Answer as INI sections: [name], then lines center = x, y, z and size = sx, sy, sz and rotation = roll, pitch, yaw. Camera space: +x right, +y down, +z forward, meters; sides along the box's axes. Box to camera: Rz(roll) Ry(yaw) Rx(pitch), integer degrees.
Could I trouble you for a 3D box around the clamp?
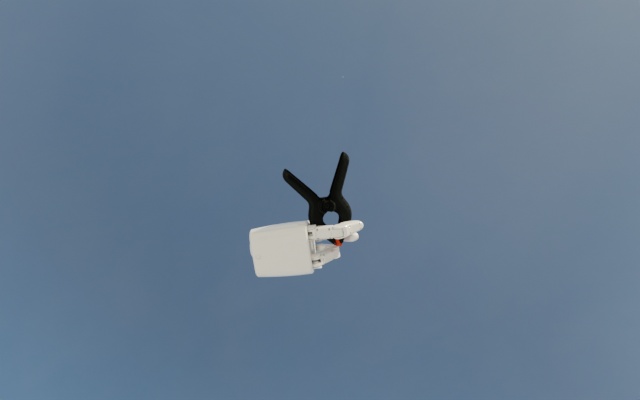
[clamp]
center = 0.000, 0.003, 0.863
size = 0.120, 0.171, 0.039
rotation = -6, 14, 5
